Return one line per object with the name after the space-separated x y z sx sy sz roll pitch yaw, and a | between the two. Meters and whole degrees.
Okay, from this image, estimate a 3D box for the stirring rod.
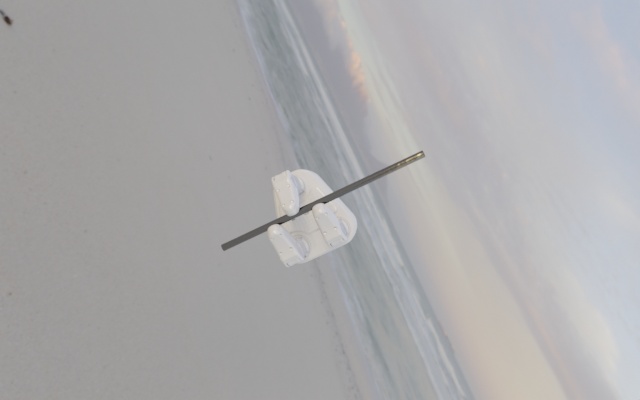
0.000 0.002 0.514 0.239 0.011 0.011 -25 -3 7 | stirring rod
